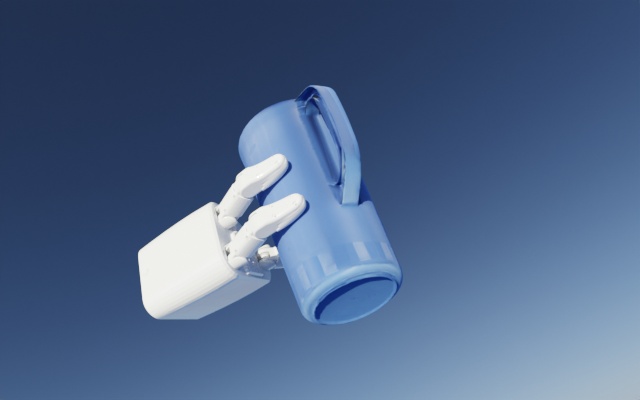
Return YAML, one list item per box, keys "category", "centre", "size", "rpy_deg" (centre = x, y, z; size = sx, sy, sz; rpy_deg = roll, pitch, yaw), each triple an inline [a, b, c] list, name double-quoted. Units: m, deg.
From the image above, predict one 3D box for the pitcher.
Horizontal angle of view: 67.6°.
- category: "pitcher"
  centre: [0.000, 0.002, 0.529]
  size: [0.145, 0.242, 0.149]
  rpy_deg: [-29, -37, 8]
